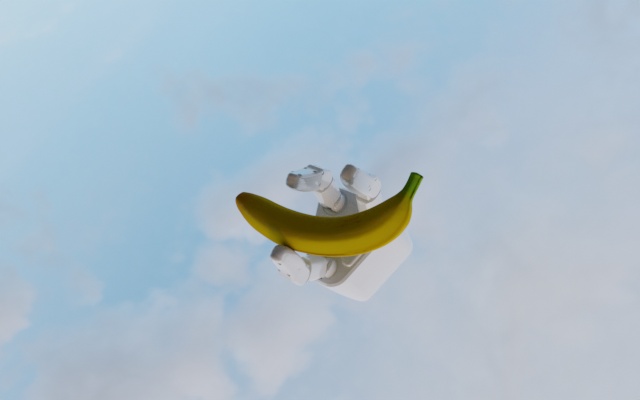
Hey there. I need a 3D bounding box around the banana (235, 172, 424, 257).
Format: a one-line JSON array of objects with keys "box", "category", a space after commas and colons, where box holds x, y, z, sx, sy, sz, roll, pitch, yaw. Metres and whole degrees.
[{"box": [0.002, 0.019, 0.451, 0.198, 0.069, 0.037, -5, -17, 26], "category": "banana"}]
